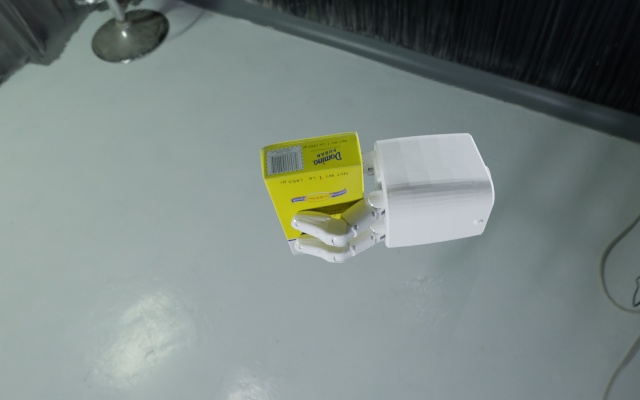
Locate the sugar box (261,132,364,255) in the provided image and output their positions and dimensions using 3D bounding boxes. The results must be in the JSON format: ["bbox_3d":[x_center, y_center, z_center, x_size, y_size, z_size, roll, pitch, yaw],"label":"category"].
[{"bbox_3d":[0.000,0.002,0.510,0.093,0.048,0.176,-8,-32,3],"label":"sugar box"}]
